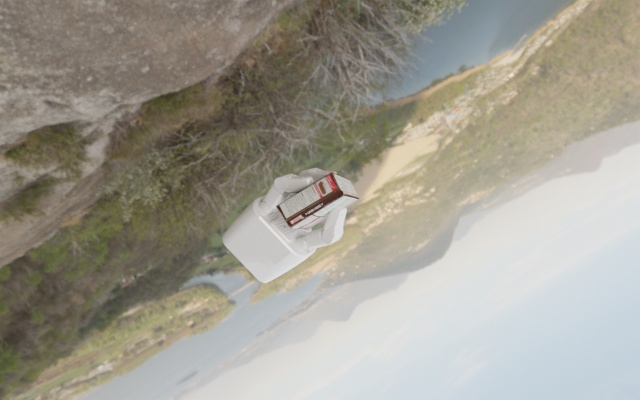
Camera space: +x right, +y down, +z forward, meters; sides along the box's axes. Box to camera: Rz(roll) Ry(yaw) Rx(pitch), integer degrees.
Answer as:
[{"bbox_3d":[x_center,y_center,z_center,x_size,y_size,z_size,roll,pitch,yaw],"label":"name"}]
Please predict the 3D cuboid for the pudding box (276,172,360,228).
[{"bbox_3d":[0.000,0.002,0.669,0.090,0.039,0.113,-32,-8,11],"label":"pudding box"}]
